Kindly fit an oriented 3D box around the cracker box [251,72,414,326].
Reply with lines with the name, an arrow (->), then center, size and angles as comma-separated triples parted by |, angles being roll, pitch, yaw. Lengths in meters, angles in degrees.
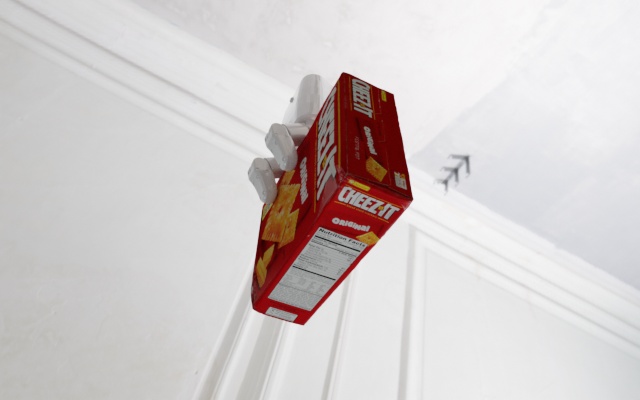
cracker box -> 0.000, 0.002, 0.496 | 0.072, 0.164, 0.214 | 19, -49, -18
